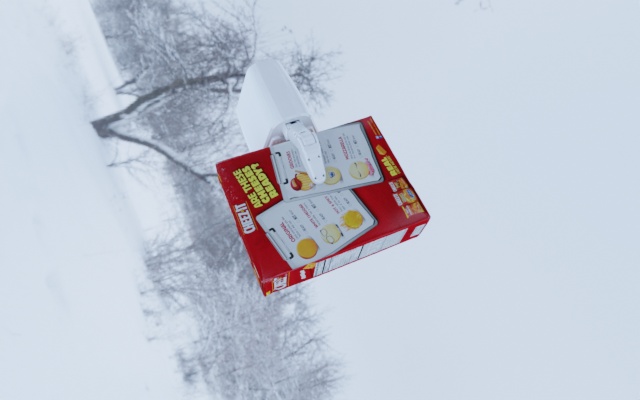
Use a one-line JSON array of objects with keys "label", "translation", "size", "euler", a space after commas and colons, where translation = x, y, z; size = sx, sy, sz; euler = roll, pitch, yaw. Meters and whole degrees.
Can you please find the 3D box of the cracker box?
[{"label": "cracker box", "translation": [0.000, 0.002, 0.593], "size": [0.213, 0.164, 0.072], "euler": [-20, -25, -14]}]
